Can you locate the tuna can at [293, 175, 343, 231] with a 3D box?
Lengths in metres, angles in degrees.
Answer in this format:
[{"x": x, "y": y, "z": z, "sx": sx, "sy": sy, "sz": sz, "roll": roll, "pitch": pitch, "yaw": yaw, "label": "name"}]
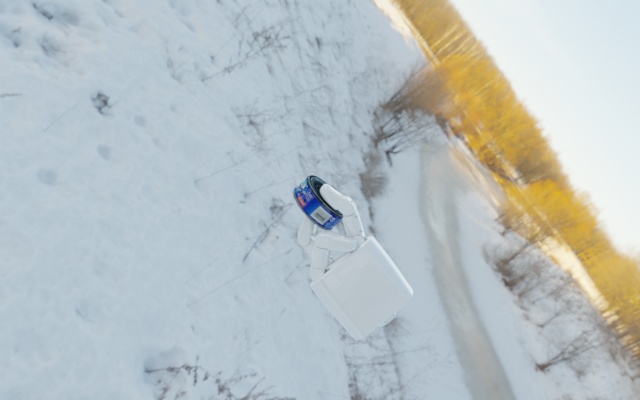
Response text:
[{"x": 0.000, "y": 0.002, "z": 0.731, "sx": 0.034, "sy": 0.086, "sz": 0.086, "roll": -42, "pitch": -16, "yaw": 19, "label": "tuna can"}]
